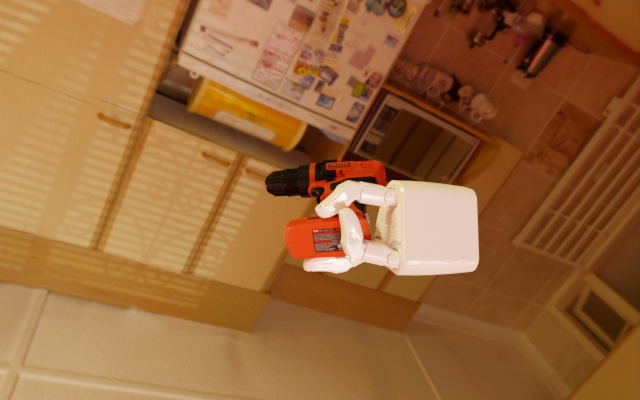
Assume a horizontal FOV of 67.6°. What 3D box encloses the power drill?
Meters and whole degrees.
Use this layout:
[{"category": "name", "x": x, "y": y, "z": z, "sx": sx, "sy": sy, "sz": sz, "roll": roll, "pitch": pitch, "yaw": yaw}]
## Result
[{"category": "power drill", "x": 0.000, "y": 0.002, "z": 0.661, "sx": 0.184, "sy": 0.057, "sz": 0.187, "roll": -6, "pitch": 31, "yaw": 9}]
